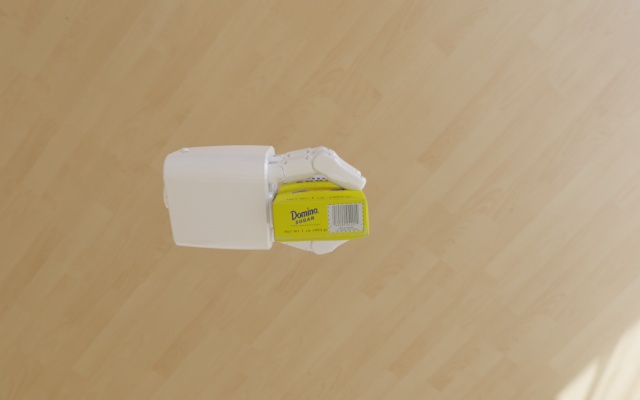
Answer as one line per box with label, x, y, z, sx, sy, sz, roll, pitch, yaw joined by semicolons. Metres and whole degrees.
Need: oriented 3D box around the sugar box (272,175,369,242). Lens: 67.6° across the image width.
sugar box;0.000;0.001;0.540;0.093;0.048;0.176;-2;14;0
